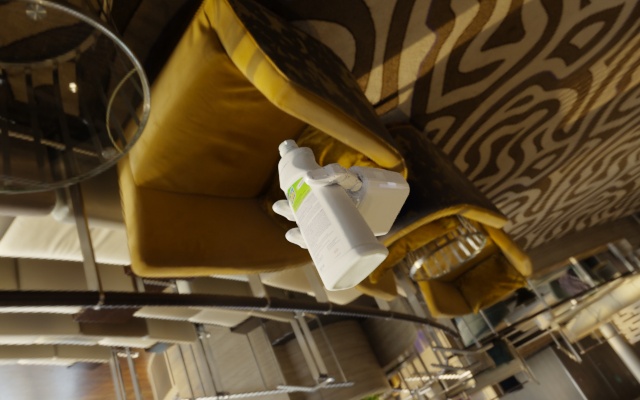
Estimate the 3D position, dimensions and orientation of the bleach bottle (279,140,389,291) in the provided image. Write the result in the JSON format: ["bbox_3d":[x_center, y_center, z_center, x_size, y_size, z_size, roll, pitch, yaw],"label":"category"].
[{"bbox_3d":[0.000,0.002,0.710,0.068,0.250,0.103,2,-40,-41],"label":"bleach bottle"}]
